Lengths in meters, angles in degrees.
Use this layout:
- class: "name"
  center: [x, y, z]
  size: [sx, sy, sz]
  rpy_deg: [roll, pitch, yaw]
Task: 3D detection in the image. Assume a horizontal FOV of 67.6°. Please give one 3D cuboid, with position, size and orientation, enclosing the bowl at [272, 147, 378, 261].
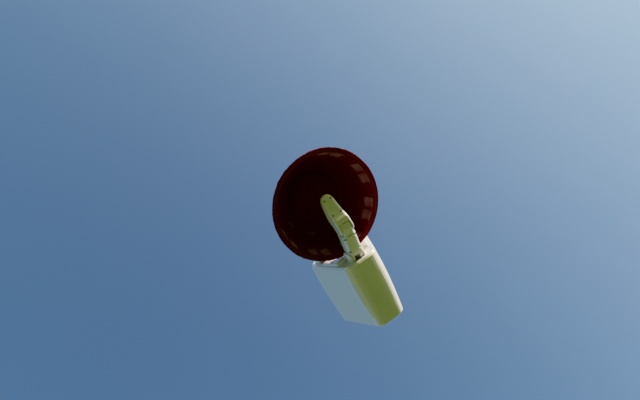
- class: "bowl"
  center: [0.000, 0.001, 0.684]
  size: [0.162, 0.162, 0.055]
  rpy_deg: [0, 11, -24]
